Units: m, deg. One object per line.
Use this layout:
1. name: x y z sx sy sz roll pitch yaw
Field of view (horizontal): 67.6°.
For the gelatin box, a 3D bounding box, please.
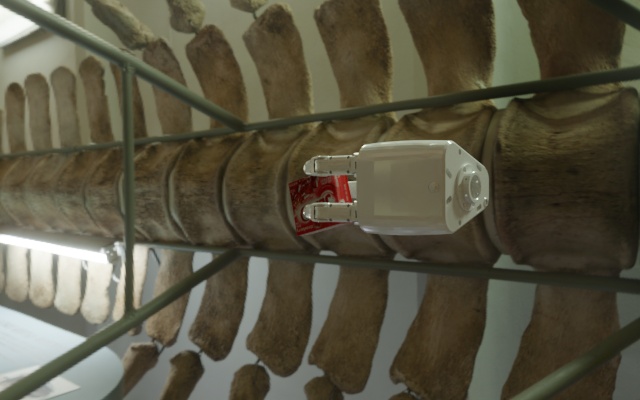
1. gelatin box: 0.000 0.002 0.619 0.030 0.073 0.089 -3 -11 -43
